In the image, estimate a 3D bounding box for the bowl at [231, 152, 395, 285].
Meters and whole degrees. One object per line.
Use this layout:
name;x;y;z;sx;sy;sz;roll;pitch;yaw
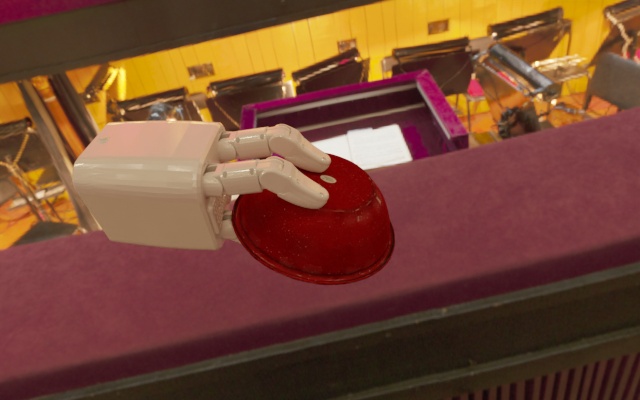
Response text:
bowl;0.001;0.001;0.451;0.162;0.055;0.162;10;37;-7
